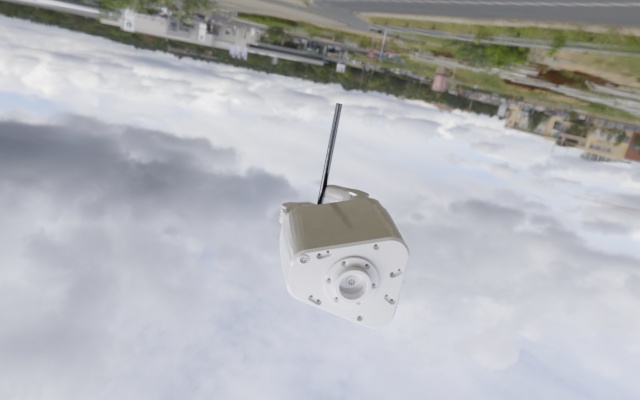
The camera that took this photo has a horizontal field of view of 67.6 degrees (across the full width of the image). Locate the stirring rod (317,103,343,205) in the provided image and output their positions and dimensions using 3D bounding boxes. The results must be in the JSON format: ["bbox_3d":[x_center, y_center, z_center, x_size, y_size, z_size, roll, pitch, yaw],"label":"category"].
[{"bbox_3d":[0.000,0.002,0.583,0.011,0.239,0.011,10,17,-3],"label":"stirring rod"}]
